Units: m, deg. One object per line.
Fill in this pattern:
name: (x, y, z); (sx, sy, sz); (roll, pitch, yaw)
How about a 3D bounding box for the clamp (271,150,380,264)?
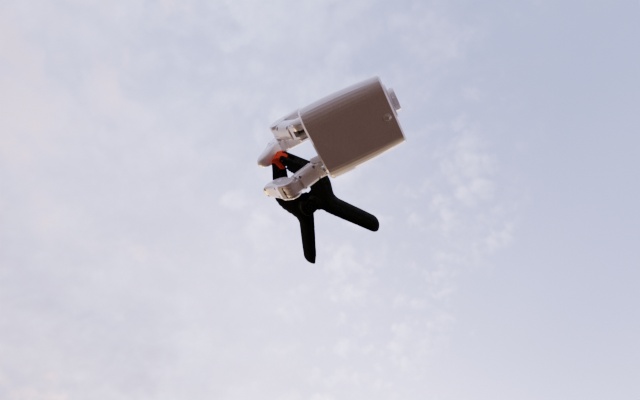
clamp: (0.000, 0.002, 0.647); (0.120, 0.171, 0.039); (-24, 25, 11)
